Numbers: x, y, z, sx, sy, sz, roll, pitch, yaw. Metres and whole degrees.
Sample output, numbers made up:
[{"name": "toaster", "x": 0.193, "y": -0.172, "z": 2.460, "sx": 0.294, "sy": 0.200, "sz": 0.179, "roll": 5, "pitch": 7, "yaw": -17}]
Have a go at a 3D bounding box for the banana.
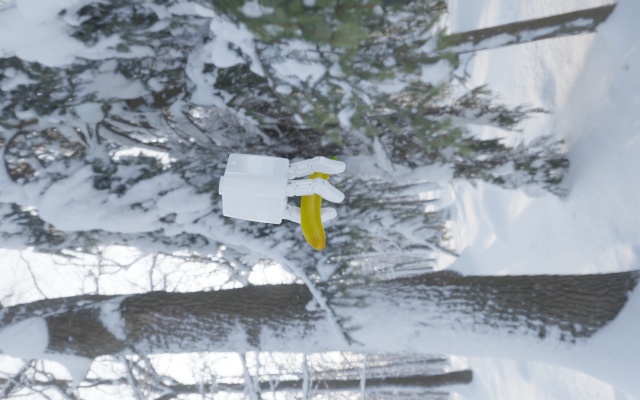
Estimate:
[{"name": "banana", "x": -0.009, "y": 0.008, "z": 0.851, "sx": 0.037, "sy": 0.197, "sz": 0.070, "roll": 24, "pitch": -37, "yaw": -23}]
